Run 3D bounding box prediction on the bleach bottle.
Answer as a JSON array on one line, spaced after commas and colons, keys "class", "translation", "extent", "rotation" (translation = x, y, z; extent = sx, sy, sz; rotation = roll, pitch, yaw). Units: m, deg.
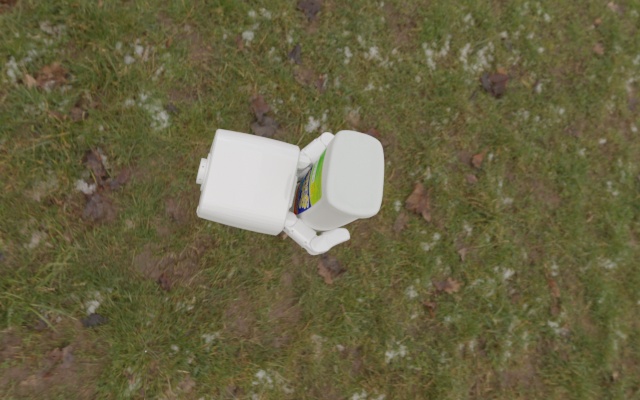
[{"class": "bleach bottle", "translation": [0.000, 0.002, 0.632], "extent": [0.068, 0.102, 0.251], "rotation": [13, -21, -16]}]
